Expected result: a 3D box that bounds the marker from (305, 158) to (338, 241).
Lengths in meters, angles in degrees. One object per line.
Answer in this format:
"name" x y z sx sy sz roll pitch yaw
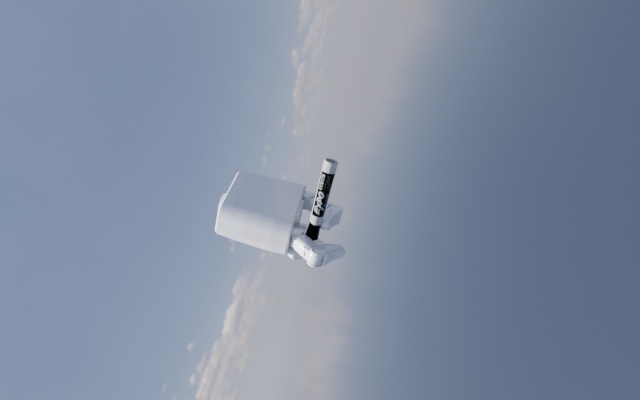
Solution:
"marker" 0.000 0.002 0.643 0.020 0.121 0.020 12 23 -5
